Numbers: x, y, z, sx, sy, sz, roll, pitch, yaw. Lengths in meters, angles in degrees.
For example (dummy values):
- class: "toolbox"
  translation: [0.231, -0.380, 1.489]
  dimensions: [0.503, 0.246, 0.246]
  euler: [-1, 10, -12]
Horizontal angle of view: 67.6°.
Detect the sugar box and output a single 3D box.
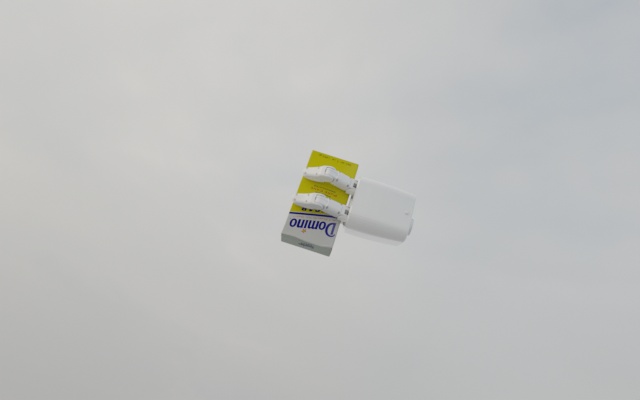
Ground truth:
- class: "sugar box"
  translation: [0.000, 0.003, 0.854]
  dimensions: [0.093, 0.176, 0.048]
  euler: [17, -27, 3]
